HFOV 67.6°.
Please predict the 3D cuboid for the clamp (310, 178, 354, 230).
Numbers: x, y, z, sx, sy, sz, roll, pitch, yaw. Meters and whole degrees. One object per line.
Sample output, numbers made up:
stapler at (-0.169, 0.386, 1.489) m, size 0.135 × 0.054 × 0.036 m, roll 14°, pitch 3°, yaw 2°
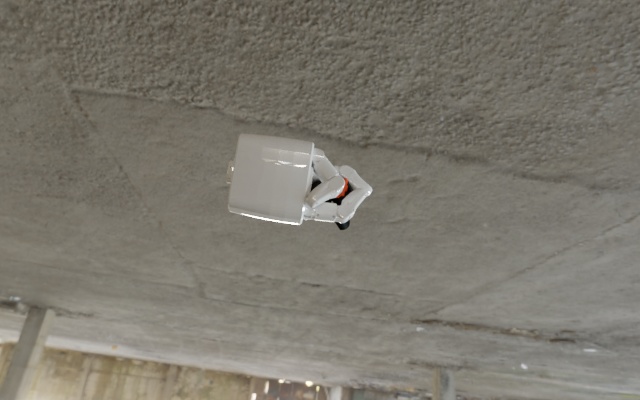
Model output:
clamp at (0.000, 0.003, 0.762) m, size 0.120 × 0.039 × 0.171 m, roll 9°, pitch -23°, yaw -4°
